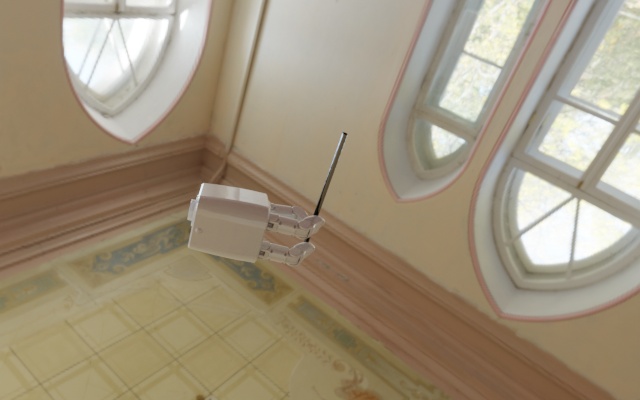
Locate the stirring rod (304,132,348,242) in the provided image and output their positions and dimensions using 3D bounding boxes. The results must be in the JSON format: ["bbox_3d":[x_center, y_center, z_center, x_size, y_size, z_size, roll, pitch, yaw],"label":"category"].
[{"bbox_3d":[0.000,0.002,0.744,0.011,0.240,0.011,15,30,-9],"label":"stirring rod"}]
